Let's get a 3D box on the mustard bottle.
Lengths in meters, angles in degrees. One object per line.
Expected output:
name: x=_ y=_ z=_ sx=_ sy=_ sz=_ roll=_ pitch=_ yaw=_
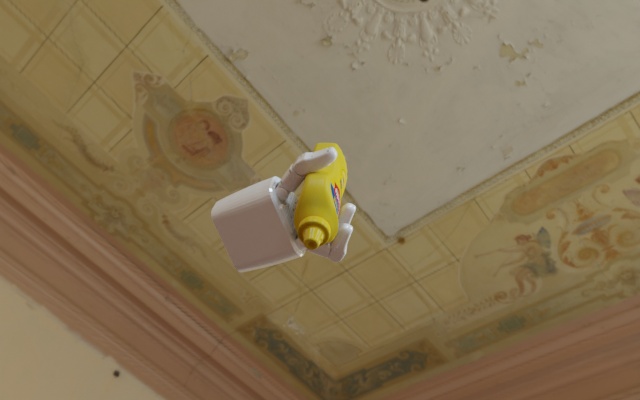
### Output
mustard bottle: x=0.000 y=0.002 z=0.653 sx=0.058 sy=0.096 sz=0.191 roll=2 pitch=32 yaw=7
